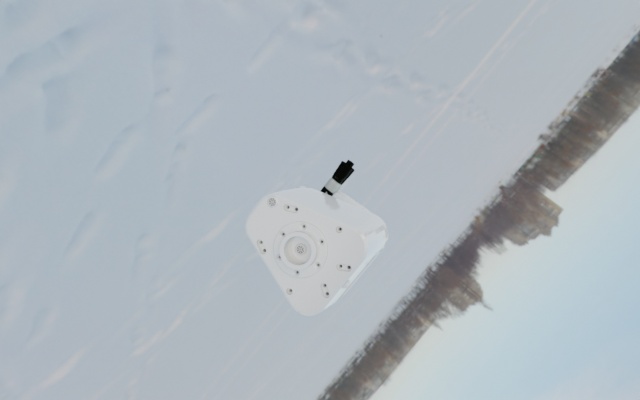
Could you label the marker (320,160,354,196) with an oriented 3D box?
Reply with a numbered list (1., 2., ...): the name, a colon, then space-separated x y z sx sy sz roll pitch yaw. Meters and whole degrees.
1. marker: 0.000 0.002 0.570 0.020 0.121 0.020 36 12 -8
